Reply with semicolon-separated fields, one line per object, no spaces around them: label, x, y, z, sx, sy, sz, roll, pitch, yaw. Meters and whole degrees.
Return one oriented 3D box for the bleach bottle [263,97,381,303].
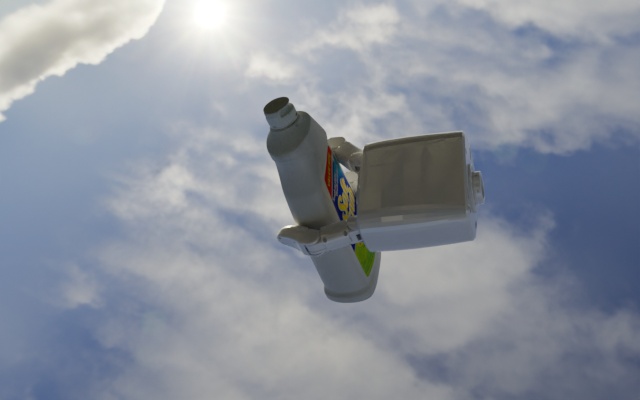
bleach bottle;0.000;0.002;0.535;0.068;0.251;0.102;-7;42;24
